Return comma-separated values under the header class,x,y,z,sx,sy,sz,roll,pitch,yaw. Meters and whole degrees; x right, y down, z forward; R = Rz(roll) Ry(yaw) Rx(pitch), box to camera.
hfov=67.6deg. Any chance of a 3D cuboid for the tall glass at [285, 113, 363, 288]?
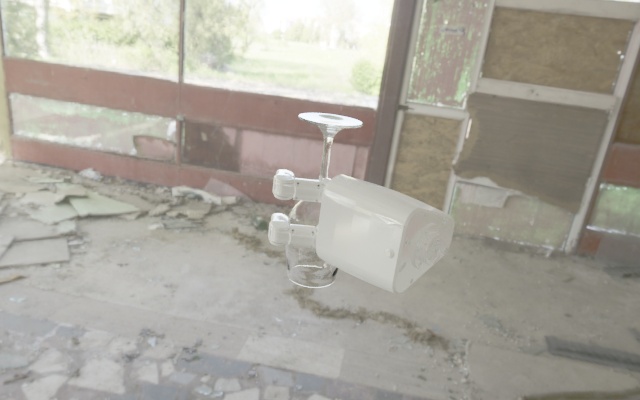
class,x,y,z,sx,sy,sz,roll,pitch,yaw
tall glass,0.000,0.001,0.573,0.079,0.201,0.079,7,19,-2
